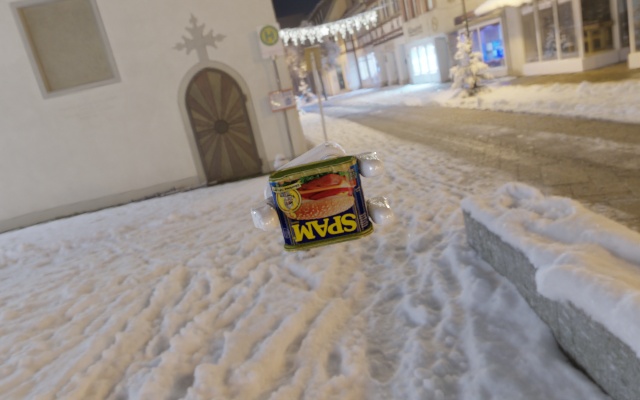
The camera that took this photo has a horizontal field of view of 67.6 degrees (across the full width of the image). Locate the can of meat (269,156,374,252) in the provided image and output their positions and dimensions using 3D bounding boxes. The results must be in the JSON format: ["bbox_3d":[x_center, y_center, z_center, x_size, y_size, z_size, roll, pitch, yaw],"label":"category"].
[{"bbox_3d":[0.000,0.001,0.524,0.102,0.084,0.057,-12,13,6],"label":"can of meat"}]
